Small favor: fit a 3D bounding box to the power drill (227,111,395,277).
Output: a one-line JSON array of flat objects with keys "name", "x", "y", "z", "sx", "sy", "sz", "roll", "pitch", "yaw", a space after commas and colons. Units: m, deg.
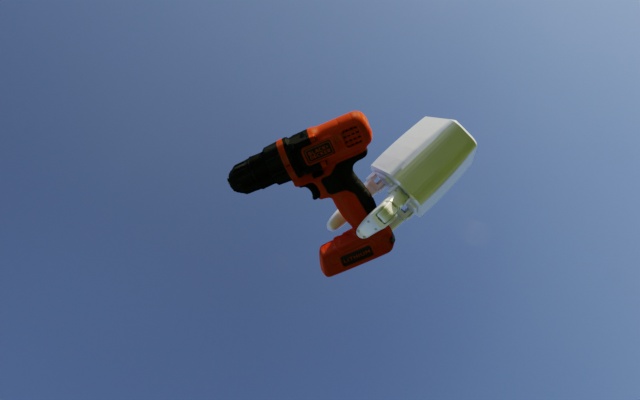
[{"name": "power drill", "x": 0.001, "y": 0.002, "z": 0.601, "sx": 0.184, "sy": 0.188, "sz": 0.057, "roll": -22, "pitch": 23, "yaw": 7}]
